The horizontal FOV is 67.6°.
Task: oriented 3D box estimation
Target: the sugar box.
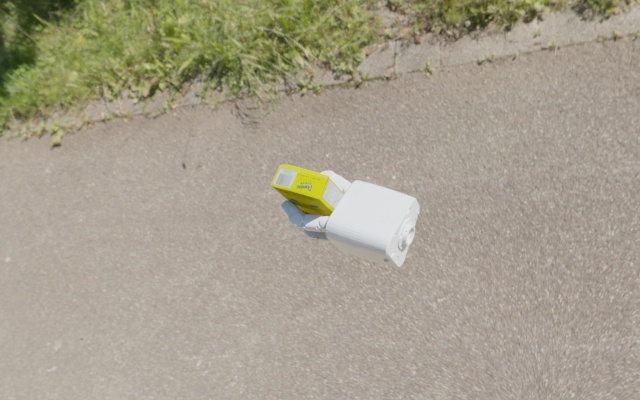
[{"bbox_3d":[0.000,0.003,0.790,0.093,0.048,0.176,16,-16,30],"label":"sugar box"}]
